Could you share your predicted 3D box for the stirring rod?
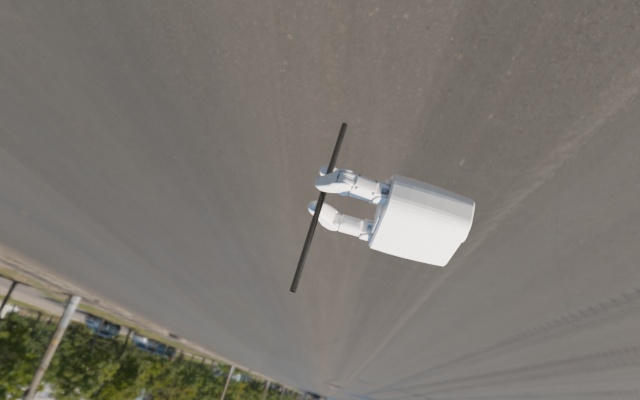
[{"bbox_3d":[0.000,0.002,0.615,0.011,0.239,0.011,15,-21,6],"label":"stirring rod"}]
